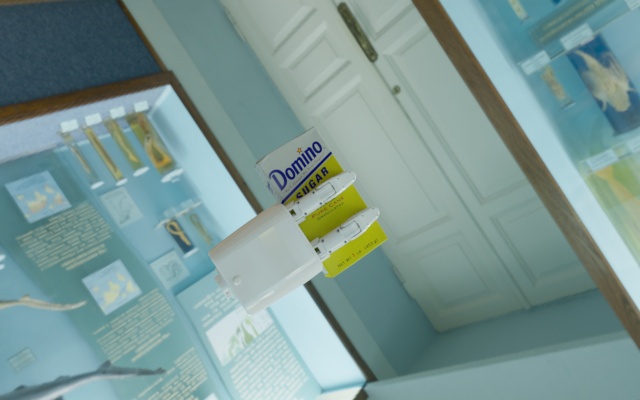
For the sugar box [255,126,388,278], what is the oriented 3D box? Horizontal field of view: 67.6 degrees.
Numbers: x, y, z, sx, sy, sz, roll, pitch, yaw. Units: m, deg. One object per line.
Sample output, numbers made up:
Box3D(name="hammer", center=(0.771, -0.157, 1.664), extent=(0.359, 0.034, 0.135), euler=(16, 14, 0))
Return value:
Box3D(name="sugar box", center=(0.000, 0.002, 0.622), extent=(0.093, 0.176, 0.048), euler=(-34, 1, -13))
